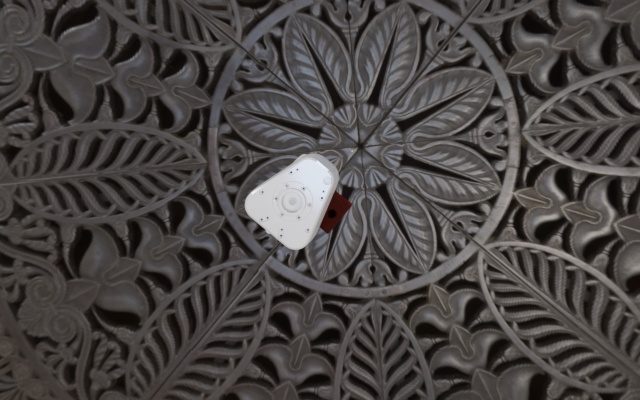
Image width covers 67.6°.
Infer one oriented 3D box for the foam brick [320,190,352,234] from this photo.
[{"bbox_3d":[0.000,0.002,0.694,0.078,0.053,0.051,39,7,-1],"label":"foam brick"}]
